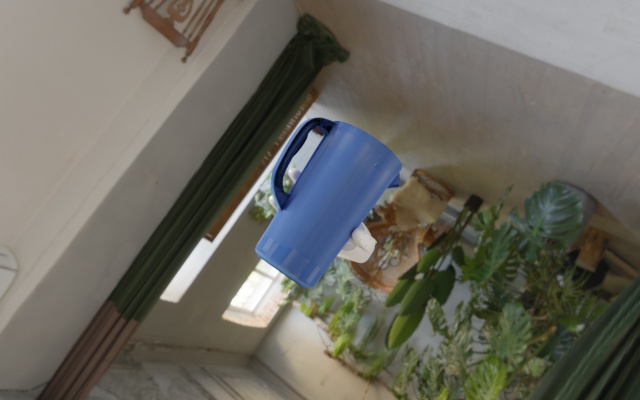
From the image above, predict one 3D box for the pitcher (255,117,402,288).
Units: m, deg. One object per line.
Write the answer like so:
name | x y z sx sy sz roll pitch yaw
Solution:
pitcher | 0.000 0.002 0.735 0.149 0.243 0.145 31 -8 24
